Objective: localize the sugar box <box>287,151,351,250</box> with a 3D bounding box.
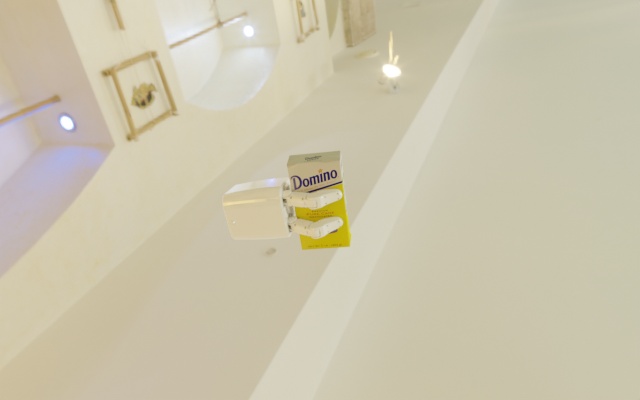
[{"bbox_3d":[0.000,0.003,0.848,0.093,0.176,0.048,-5,31,7],"label":"sugar box"}]
